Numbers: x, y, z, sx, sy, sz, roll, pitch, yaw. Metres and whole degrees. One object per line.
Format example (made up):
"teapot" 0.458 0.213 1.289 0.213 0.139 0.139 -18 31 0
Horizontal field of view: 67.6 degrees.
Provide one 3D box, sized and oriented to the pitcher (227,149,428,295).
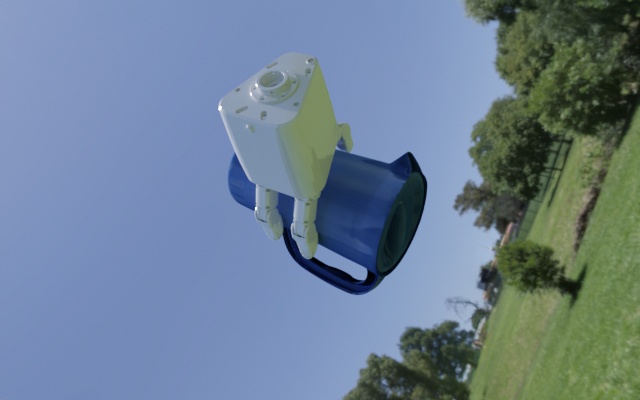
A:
"pitcher" 0.000 0.002 0.614 0.243 0.149 0.145 21 -29 27
